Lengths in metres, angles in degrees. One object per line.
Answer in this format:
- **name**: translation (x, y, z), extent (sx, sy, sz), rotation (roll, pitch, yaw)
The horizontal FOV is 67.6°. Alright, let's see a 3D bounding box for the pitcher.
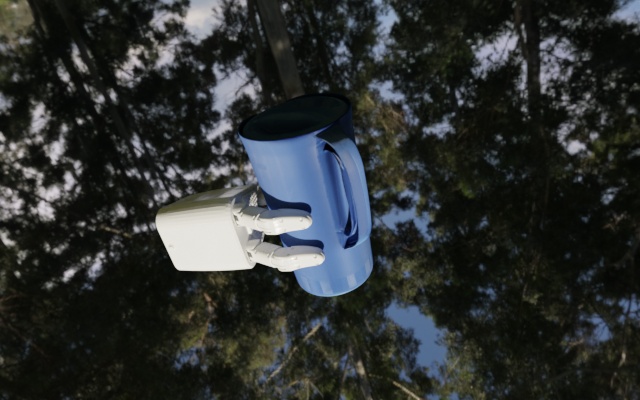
- **pitcher**: translation (0.000, 0.002, 0.592), extent (0.145, 0.243, 0.149), rotation (-6, 31, 15)
